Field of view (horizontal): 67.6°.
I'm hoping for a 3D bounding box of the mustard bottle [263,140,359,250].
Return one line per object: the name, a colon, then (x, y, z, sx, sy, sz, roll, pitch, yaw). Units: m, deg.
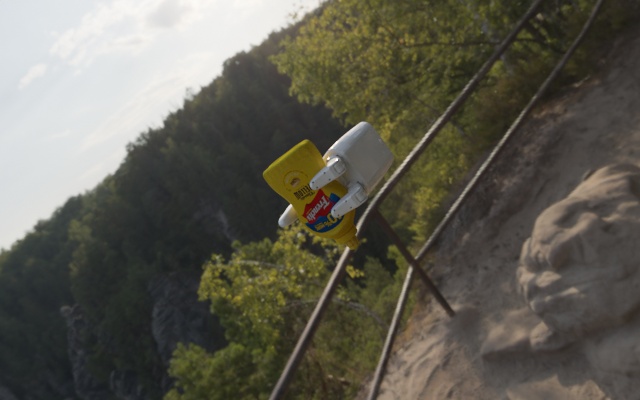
mustard bottle: (0.000, 0.003, 0.775, 0.096, 0.191, 0.058, -33, 12, 25)
